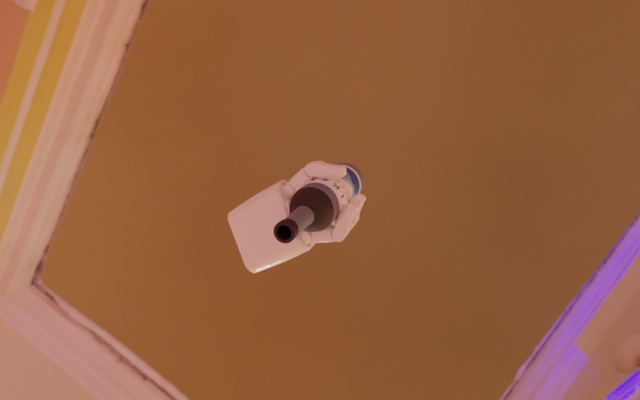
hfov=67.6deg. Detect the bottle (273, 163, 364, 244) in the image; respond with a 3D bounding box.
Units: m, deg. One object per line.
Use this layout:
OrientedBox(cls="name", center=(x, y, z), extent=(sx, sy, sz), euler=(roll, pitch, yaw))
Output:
OrientedBox(cls="bottle", center=(0.000, 0.002, 0.699), extent=(0.069, 0.069, 0.295), euler=(0, 14, 18))
